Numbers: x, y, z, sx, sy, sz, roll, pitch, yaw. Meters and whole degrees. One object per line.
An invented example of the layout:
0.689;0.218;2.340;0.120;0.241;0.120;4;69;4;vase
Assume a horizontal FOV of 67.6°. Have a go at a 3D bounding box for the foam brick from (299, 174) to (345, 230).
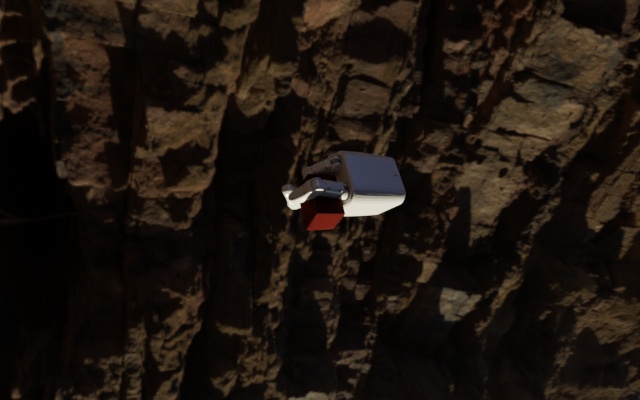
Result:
0.000;0.003;0.774;0.051;0.078;0.053;2;-33;-26;foam brick
